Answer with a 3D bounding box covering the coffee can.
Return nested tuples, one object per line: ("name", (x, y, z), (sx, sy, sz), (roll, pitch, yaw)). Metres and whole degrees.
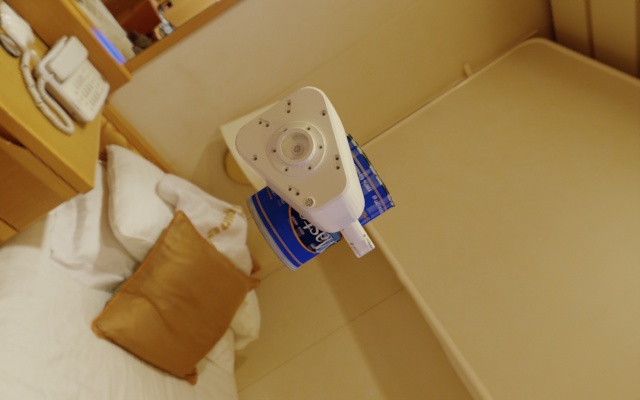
("coffee can", (0.000, 0.002, 0.559), (0.140, 0.103, 0.103), (-33, -1, 2))
